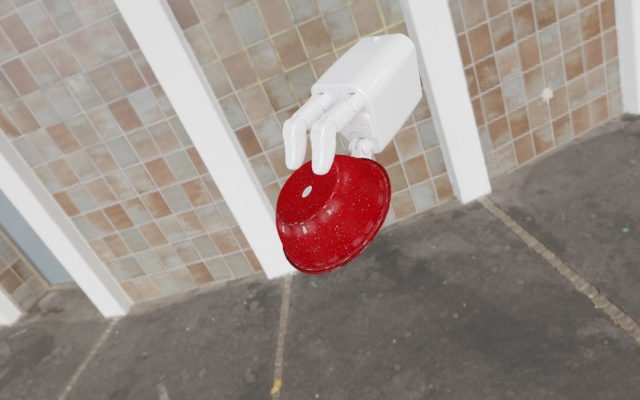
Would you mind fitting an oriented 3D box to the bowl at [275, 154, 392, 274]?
[{"bbox_3d":[-0.001,0.003,0.556,0.162,0.162,0.055,0,-31,45],"label":"bowl"}]
